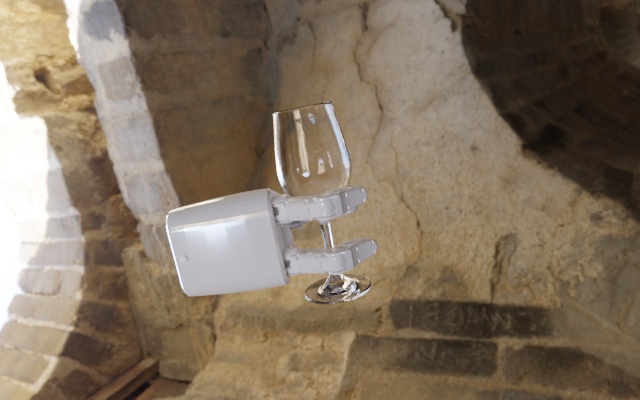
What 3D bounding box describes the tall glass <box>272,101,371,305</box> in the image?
[{"bbox_3d":[0.000,0.002,0.502,0.079,0.201,0.079,-10,12,2],"label":"tall glass"}]
